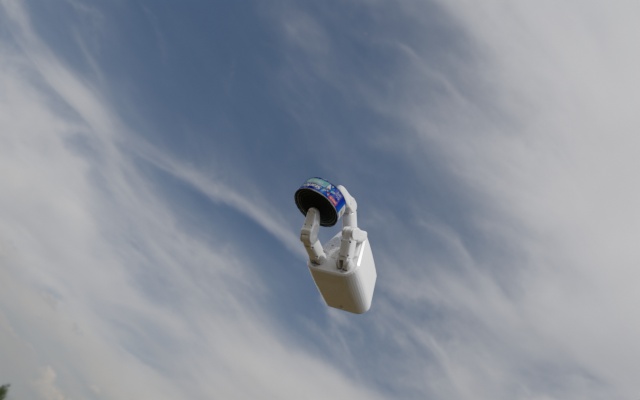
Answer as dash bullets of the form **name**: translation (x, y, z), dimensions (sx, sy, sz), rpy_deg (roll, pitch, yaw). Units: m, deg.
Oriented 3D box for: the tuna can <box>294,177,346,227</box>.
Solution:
- **tuna can**: translation (0.000, 0.002, 0.805), dimensions (0.086, 0.086, 0.033), rpy_deg (0, 40, 44)
